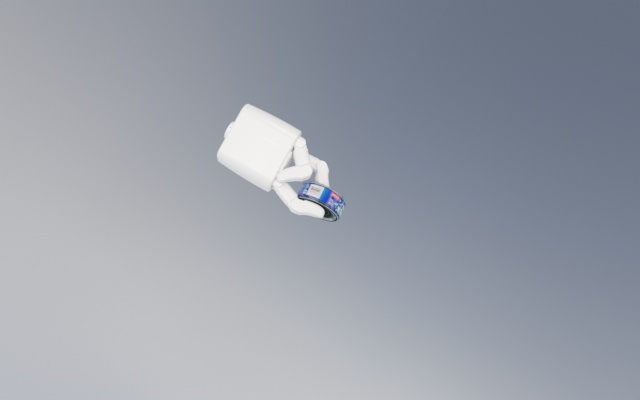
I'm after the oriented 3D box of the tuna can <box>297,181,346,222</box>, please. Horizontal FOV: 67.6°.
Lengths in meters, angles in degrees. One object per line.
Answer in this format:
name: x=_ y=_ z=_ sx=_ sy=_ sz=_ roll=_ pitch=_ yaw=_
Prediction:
tuna can: x=0.000 y=0.003 z=0.844 sx=0.086 sy=0.033 sz=0.086 roll=23 pitch=-20 yaw=9
